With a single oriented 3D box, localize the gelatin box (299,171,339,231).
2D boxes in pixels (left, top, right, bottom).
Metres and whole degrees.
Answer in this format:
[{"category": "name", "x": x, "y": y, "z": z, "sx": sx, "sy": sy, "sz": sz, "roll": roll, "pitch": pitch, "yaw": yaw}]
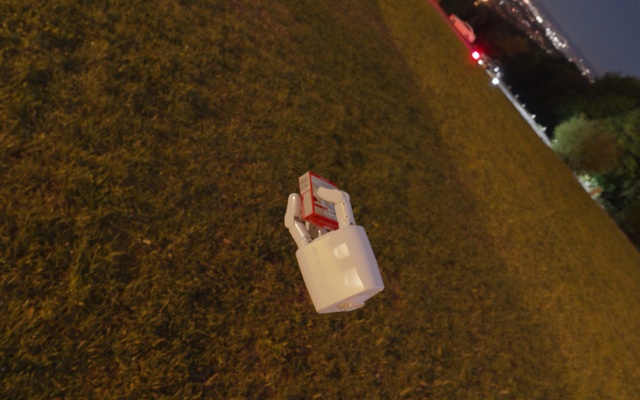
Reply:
[{"category": "gelatin box", "x": 0.000, "y": 0.002, "z": 0.827, "sx": 0.030, "sy": 0.089, "sz": 0.073, "roll": -31, "pitch": -39, "yaw": 34}]
